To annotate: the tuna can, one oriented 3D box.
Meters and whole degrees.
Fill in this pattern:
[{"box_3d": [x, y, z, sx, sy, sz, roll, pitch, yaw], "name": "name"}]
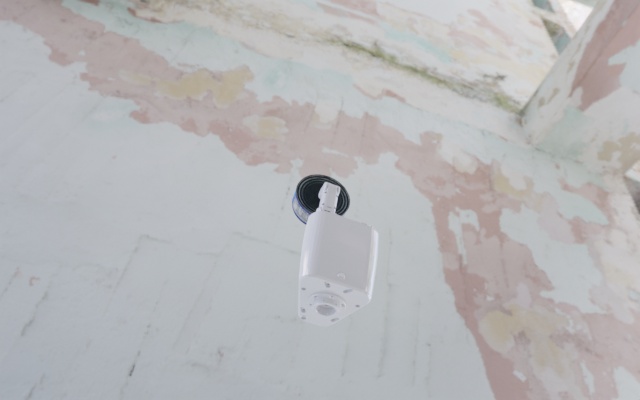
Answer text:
[{"box_3d": [0.000, 0.003, 0.735, 0.086, 0.086, 0.034, 0, -39, -21], "name": "tuna can"}]
